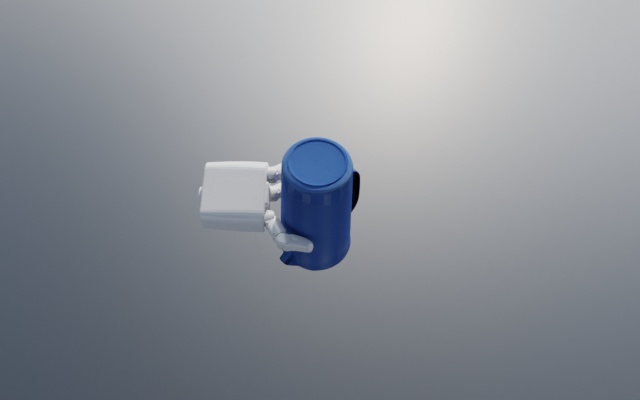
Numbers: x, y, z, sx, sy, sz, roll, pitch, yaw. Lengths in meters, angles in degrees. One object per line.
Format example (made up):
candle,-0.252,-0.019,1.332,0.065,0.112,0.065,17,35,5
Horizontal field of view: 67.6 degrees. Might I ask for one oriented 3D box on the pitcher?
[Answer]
pitcher,0.000,0.003,0.808,0.145,0.149,0.243,2,-33,0
